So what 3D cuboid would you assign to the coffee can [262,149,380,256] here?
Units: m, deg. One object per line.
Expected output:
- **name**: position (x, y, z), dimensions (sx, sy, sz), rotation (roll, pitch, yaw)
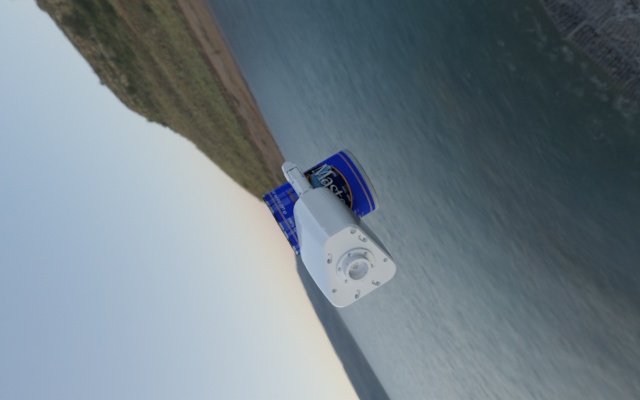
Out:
- **coffee can**: position (0.000, 0.002, 0.699), dimensions (0.140, 0.103, 0.103), rotation (-30, 3, -5)
